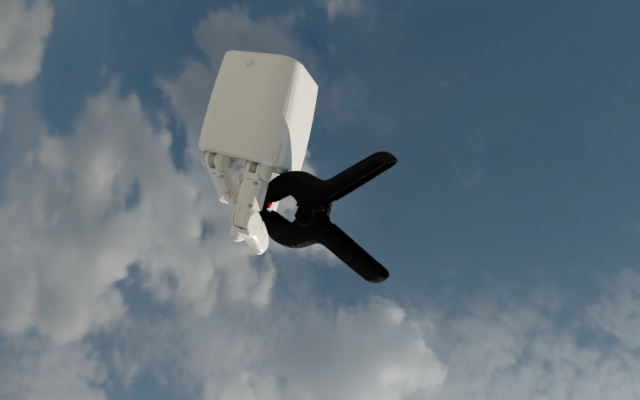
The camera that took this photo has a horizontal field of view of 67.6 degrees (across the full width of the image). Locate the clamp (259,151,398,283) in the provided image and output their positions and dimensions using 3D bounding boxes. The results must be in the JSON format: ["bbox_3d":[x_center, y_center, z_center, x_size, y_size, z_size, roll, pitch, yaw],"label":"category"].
[{"bbox_3d":[0.000,0.002,0.473,0.171,0.120,0.039,15,1,28],"label":"clamp"}]
